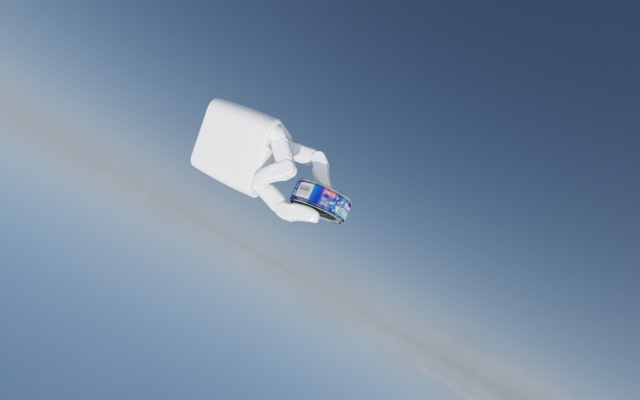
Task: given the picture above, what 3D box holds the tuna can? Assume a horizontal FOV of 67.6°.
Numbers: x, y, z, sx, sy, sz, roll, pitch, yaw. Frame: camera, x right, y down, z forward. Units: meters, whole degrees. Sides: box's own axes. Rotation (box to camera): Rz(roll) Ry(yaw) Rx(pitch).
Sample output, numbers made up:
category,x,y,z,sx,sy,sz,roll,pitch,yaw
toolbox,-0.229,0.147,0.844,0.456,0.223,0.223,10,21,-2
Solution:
category,x,y,z,sx,sy,sz,roll,pitch,yaw
tuna can,0.000,0.003,0.681,0.086,0.033,0.086,23,-11,5
